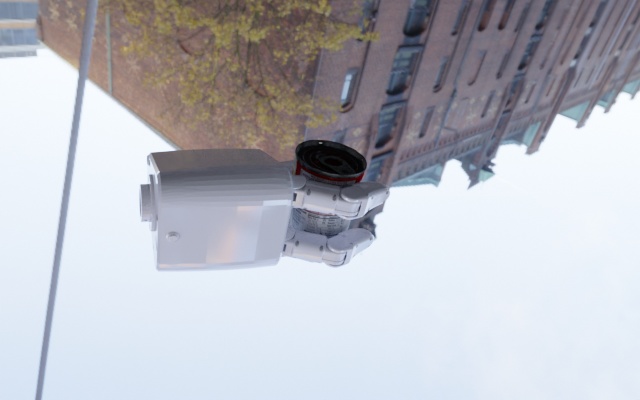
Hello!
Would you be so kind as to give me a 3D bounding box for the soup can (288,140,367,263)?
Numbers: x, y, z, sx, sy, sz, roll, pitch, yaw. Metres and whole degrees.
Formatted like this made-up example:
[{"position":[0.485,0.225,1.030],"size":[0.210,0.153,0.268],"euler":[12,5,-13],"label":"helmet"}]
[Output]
[{"position":[0.000,0.002,0.465],"size":[0.068,0.102,0.068],"euler":[10,31,-6],"label":"soup can"}]
